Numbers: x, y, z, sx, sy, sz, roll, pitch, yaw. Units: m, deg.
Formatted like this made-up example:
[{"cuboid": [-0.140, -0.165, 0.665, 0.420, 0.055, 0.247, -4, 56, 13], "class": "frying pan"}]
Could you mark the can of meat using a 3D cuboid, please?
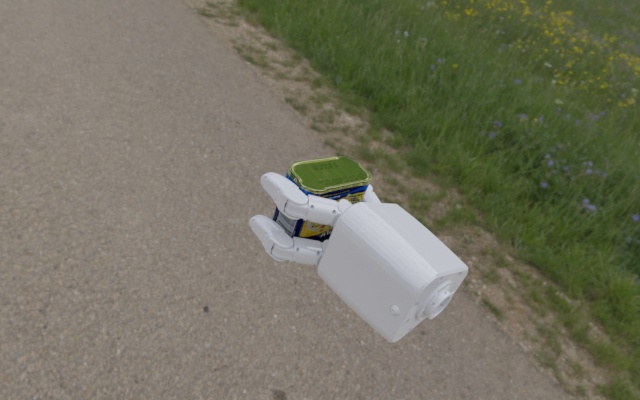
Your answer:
[{"cuboid": [0.000, 0.001, 0.528, 0.102, 0.084, 0.057, -13, 46, -39], "class": "can of meat"}]
